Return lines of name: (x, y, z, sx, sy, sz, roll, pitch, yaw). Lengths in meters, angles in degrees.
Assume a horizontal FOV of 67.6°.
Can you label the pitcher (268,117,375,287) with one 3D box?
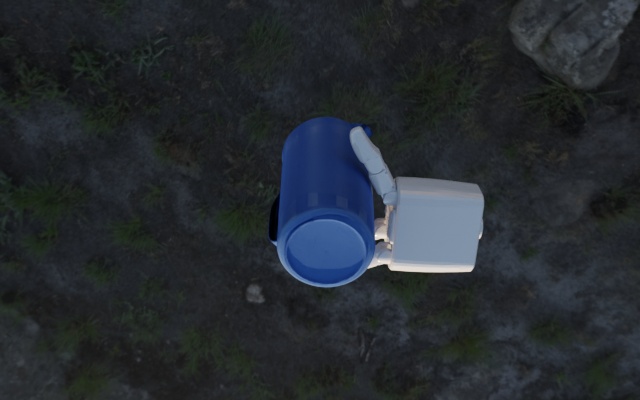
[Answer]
pitcher: (0.000, 0.002, 0.619, 0.145, 0.149, 0.242, 3, 30, -1)
